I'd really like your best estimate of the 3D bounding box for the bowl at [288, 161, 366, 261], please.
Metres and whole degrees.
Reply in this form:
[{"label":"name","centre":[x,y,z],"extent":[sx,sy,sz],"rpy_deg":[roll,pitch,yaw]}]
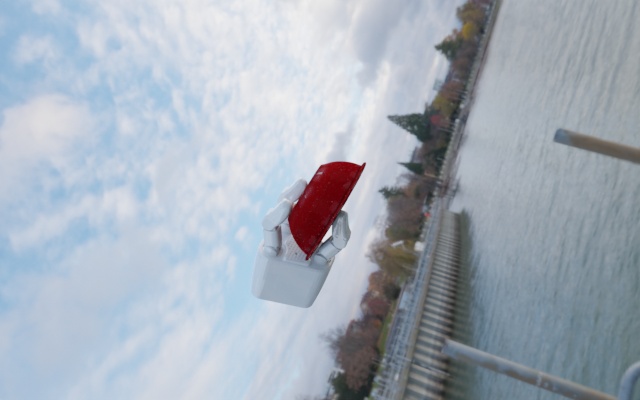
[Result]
[{"label":"bowl","centre":[0.000,0.001,0.672],"extent":[0.055,0.162,0.162],"rpy_deg":[32,-1,-1]}]
